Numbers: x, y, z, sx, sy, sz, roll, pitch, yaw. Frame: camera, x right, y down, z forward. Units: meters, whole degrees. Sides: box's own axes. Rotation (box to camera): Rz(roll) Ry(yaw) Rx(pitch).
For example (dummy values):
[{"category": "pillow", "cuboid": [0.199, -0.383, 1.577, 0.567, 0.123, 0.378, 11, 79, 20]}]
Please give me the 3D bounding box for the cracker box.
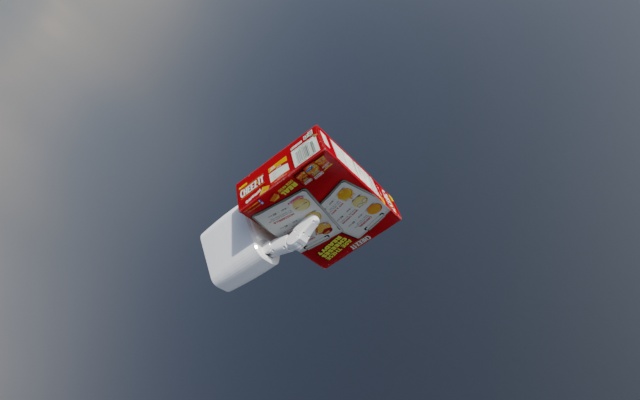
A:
[{"category": "cracker box", "cuboid": [0.000, 0.003, 0.754, 0.164, 0.072, 0.214, -35, -47, 19]}]
